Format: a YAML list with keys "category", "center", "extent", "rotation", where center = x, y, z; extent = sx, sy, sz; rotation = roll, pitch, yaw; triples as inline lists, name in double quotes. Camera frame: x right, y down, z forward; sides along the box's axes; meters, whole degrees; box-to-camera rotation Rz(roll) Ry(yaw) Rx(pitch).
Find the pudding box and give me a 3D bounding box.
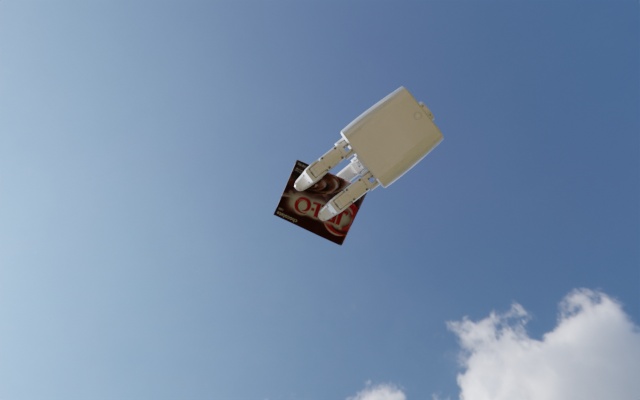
- category: "pudding box"
  center: [0.000, 0.002, 0.706]
  extent: [0.113, 0.090, 0.039]
  rotation: [24, 6, 6]
